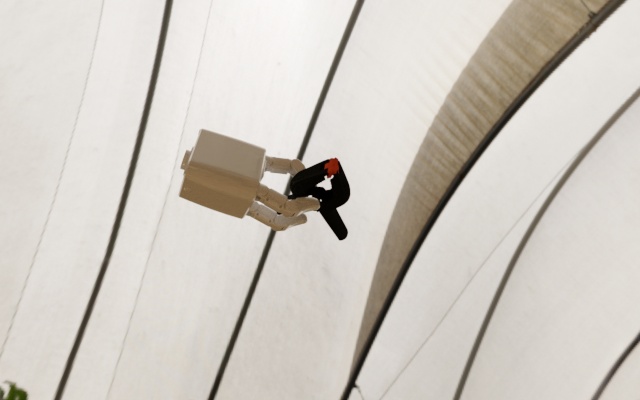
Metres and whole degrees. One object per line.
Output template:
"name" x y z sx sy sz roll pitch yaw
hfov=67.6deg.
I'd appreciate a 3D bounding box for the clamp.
"clamp" 0.000 0.002 0.769 0.164 0.036 0.210 18 -33 -15
